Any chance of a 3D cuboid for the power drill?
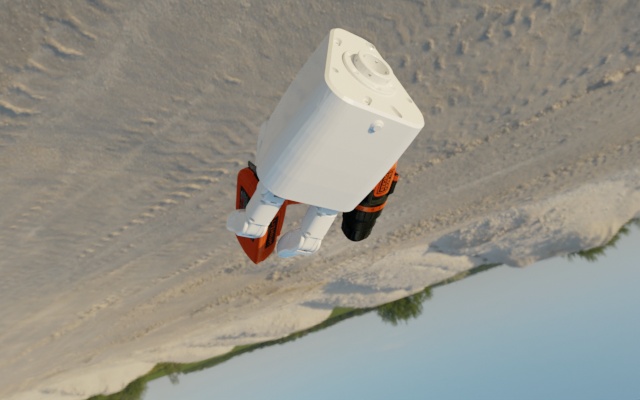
[{"bbox_3d":[0.000,0.002,0.528,0.187,0.185,0.057,-21,51,-29],"label":"power drill"}]
